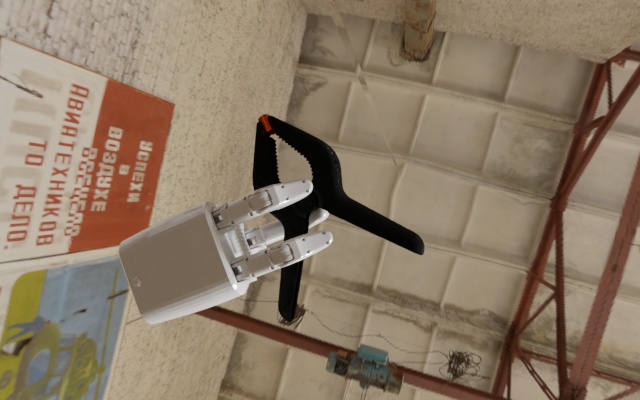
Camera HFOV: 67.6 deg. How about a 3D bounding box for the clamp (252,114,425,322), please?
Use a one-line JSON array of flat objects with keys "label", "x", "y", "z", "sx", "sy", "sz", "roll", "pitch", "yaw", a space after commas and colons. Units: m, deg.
[{"label": "clamp", "x": 0.000, "y": 0.001, "z": 0.495, "sx": 0.164, "sy": 0.210, "sz": 0.036, "roll": -22, "pitch": -3, "yaw": 7}]
